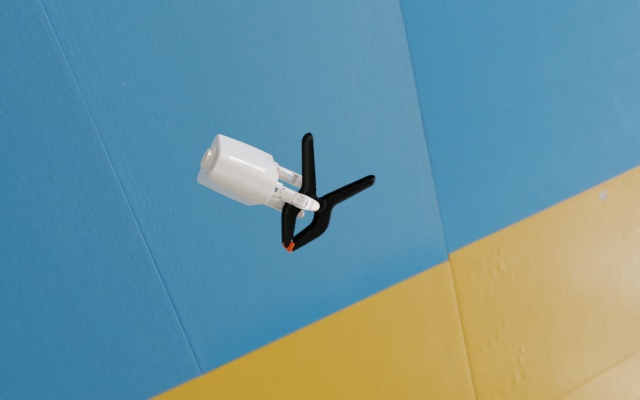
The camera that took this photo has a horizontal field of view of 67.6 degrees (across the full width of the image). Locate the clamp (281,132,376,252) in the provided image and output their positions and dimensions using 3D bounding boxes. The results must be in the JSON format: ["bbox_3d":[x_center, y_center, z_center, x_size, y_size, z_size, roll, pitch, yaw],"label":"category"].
[{"bbox_3d":[0.000,0.003,0.873,0.164,0.210,0.036,24,3,-23],"label":"clamp"}]
